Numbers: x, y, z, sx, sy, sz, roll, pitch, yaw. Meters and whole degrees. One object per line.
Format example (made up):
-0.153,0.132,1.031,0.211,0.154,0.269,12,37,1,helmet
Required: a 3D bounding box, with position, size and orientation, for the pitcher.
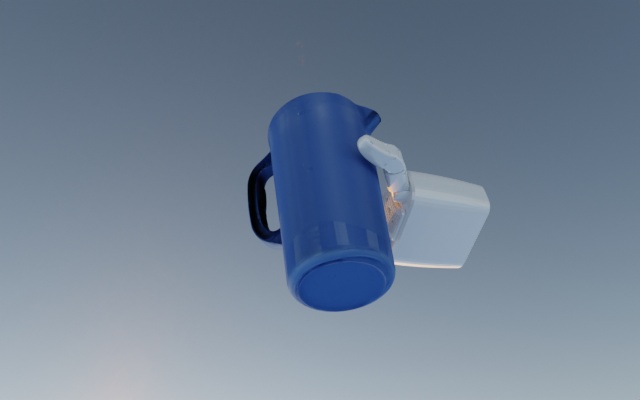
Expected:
0.000,0.002,0.547,0.145,0.242,0.149,9,-46,-17,pitcher
